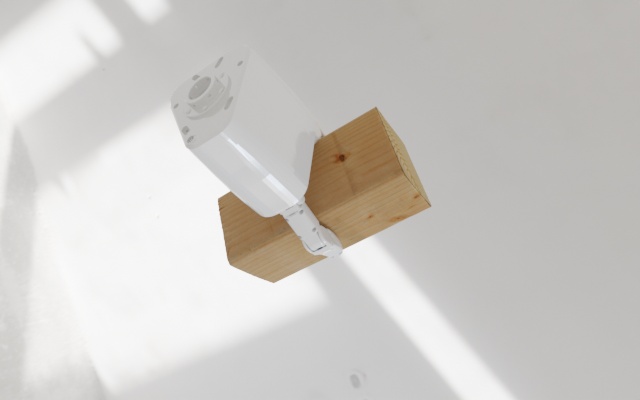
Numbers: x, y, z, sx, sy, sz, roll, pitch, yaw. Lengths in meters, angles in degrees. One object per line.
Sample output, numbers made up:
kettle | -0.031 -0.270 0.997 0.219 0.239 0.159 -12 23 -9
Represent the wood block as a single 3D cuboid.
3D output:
wood block | 0.000 0.002 0.523 0.206 0.090 0.090 -28 -33 18
